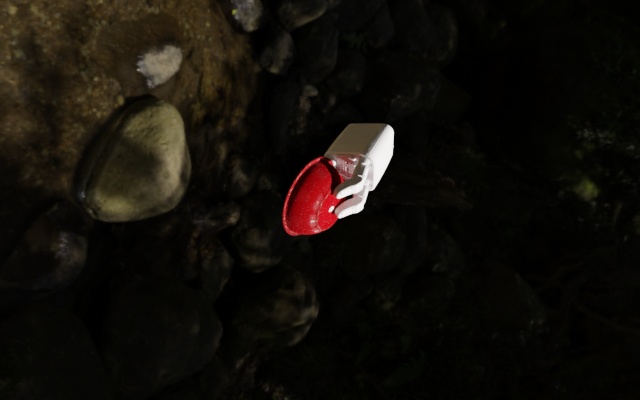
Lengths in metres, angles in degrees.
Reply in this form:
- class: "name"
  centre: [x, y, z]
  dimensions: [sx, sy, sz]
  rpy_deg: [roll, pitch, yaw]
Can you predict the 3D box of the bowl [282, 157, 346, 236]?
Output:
- class: "bowl"
  centre: [0.000, 0.004, 0.890]
  dimensions: [0.055, 0.162, 0.162]
  rpy_deg: [27, 13, 27]
